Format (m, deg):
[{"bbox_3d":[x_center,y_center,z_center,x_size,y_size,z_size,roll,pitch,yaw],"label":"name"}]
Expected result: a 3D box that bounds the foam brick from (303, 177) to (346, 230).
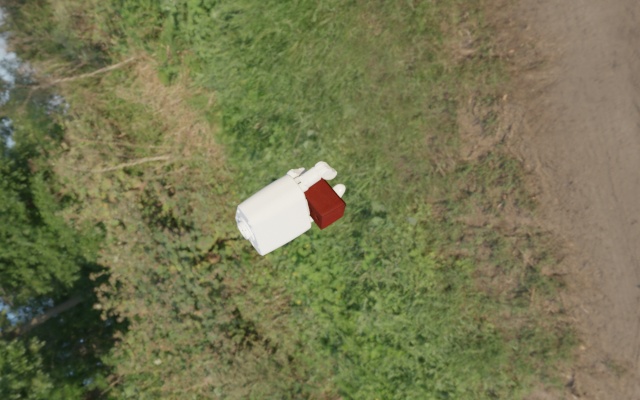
[{"bbox_3d":[0.000,0.003,0.853,0.051,0.078,0.053,-32,-24,-20],"label":"foam brick"}]
